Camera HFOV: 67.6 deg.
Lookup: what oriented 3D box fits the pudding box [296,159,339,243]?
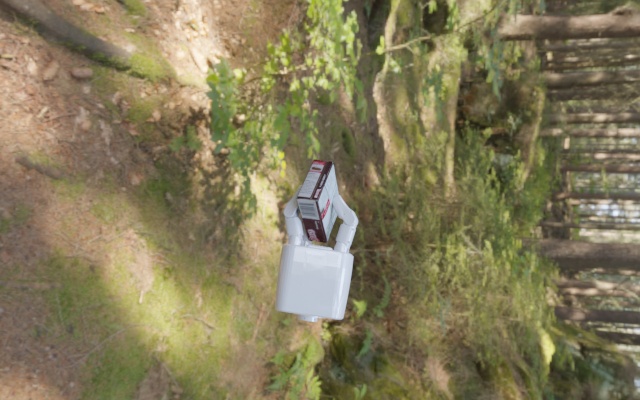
[{"bbox_3d":[0.000,0.003,0.795,0.039,0.090,0.114,8,-39,17],"label":"pudding box"}]
